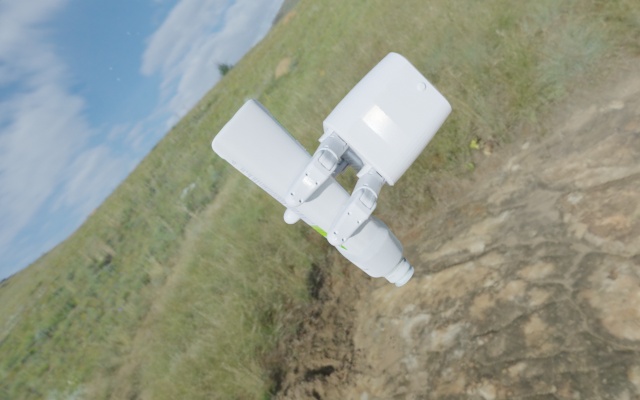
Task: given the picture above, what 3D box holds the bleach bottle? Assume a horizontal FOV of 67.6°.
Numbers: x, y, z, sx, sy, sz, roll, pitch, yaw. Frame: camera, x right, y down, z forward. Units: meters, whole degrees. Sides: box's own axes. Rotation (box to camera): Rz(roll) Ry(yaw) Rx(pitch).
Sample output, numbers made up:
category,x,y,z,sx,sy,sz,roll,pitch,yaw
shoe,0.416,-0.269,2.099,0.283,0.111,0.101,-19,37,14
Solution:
category,x,y,z,sx,sy,sz,roll,pitch,yaw
bleach bottle,0.000,0.002,0.514,0.251,0.068,0.102,42,-4,-11
